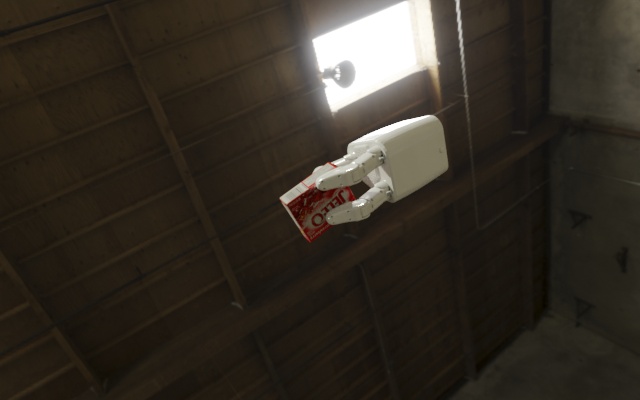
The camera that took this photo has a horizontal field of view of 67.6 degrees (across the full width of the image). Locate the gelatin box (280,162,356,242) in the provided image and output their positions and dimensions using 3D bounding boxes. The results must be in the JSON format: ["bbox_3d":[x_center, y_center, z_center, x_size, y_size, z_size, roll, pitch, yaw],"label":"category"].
[{"bbox_3d":[0.000,0.002,0.658,0.089,0.073,0.030,-37,32,-10],"label":"gelatin box"}]
